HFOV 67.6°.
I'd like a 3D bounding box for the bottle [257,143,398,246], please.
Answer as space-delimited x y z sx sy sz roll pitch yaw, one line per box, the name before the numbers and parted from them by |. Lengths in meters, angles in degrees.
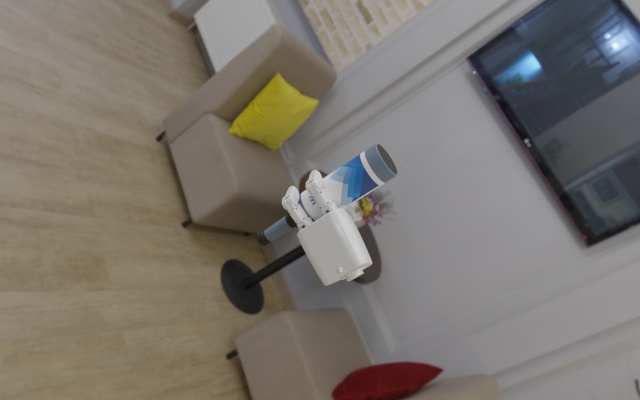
bottle | 0.000 0.003 0.877 0.296 0.069 0.069 -33 -14 22
